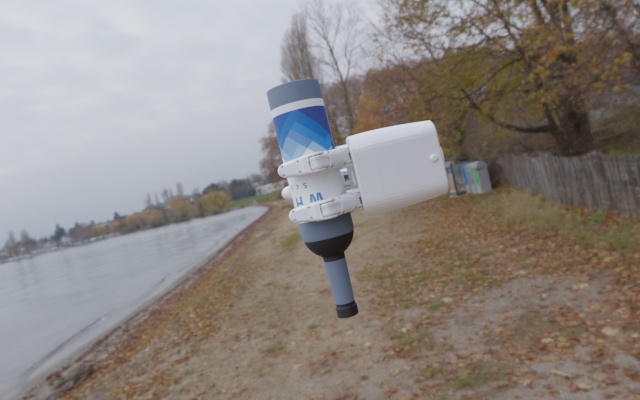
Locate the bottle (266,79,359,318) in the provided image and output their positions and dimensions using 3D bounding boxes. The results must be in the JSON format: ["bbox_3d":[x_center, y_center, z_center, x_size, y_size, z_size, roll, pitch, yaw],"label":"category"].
[{"bbox_3d":[0.000,0.002,0.598,0.069,0.296,0.069,-14,2,1],"label":"bottle"}]
